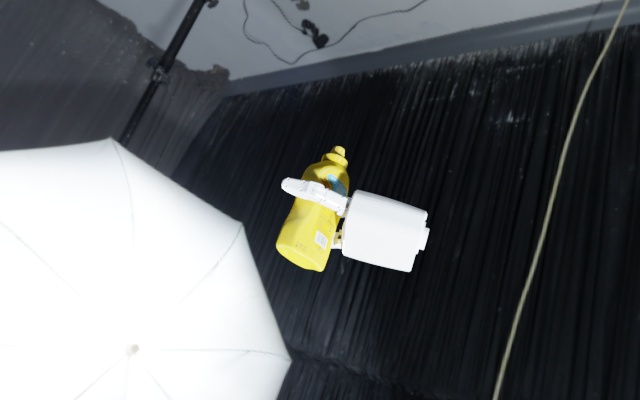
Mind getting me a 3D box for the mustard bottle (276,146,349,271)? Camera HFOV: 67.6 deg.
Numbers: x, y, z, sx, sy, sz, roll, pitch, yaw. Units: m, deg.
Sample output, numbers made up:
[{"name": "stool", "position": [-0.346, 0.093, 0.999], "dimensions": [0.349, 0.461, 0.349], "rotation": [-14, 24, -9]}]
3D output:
[{"name": "mustard bottle", "position": [0.000, 0.003, 0.722], "dimensions": [0.058, 0.191, 0.096], "rotation": [5, -25, 35]}]
